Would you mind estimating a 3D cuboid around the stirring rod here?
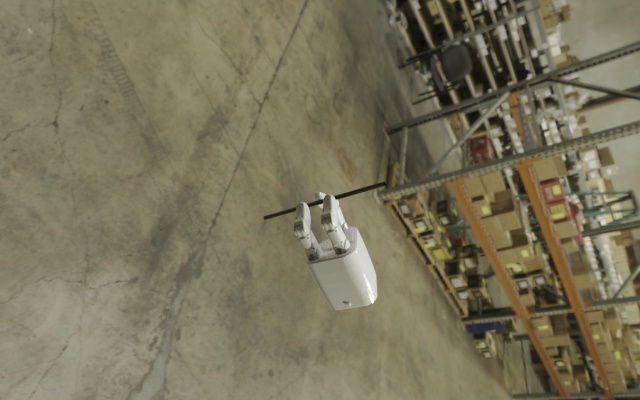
[{"bbox_3d":[0.000,0.003,0.813,0.239,0.011,0.011,-16,-8,29],"label":"stirring rod"}]
